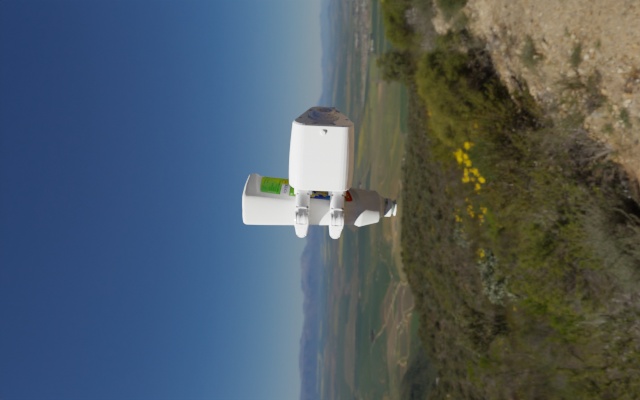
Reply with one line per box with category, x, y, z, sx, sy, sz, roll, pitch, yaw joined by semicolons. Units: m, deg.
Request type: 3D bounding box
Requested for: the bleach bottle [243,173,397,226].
bleach bottle;0.000;0.003;0.807;0.251;0.068;0.102;2;26;-1
